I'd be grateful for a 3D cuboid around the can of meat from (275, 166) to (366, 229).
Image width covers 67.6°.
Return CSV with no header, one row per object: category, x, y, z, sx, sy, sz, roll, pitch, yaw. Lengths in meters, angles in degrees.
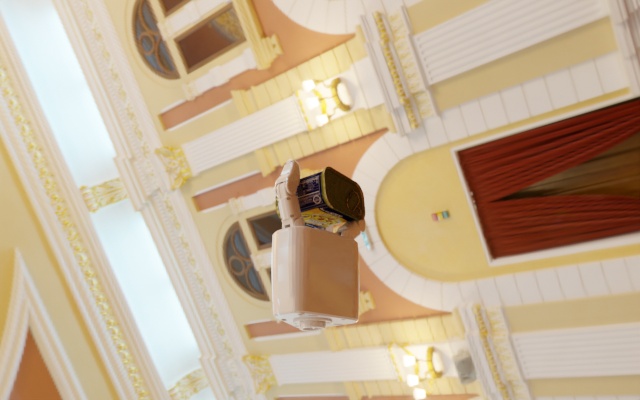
can of meat,0.000,0.002,0.656,0.084,0.057,0.102,-17,-25,31
